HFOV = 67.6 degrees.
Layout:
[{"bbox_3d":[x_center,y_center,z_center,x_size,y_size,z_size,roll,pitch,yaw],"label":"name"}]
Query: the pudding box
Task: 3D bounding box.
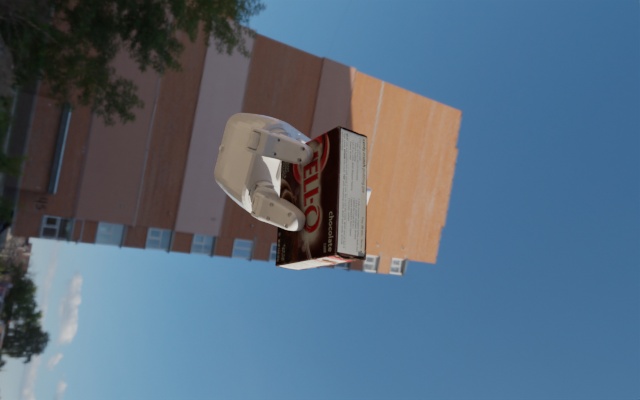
[{"bbox_3d":[0.000,0.001,0.425,0.039,0.113,0.090,10,-18,-34],"label":"pudding box"}]
